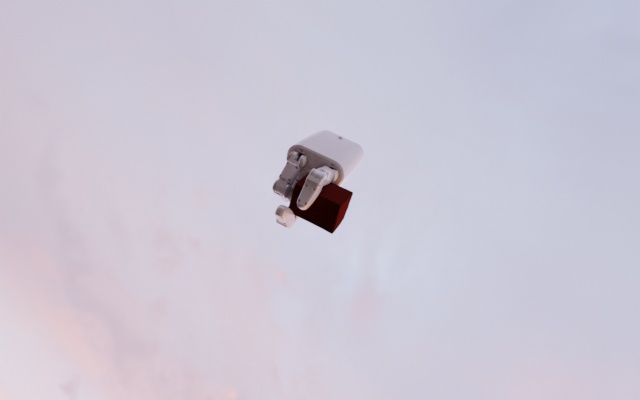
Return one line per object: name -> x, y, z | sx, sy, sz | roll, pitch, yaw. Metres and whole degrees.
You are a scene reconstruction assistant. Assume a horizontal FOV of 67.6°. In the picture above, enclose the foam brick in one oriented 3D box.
foam brick -> 0.000, 0.003, 0.709 | 0.078, 0.053, 0.051 | 26, 32, 14
